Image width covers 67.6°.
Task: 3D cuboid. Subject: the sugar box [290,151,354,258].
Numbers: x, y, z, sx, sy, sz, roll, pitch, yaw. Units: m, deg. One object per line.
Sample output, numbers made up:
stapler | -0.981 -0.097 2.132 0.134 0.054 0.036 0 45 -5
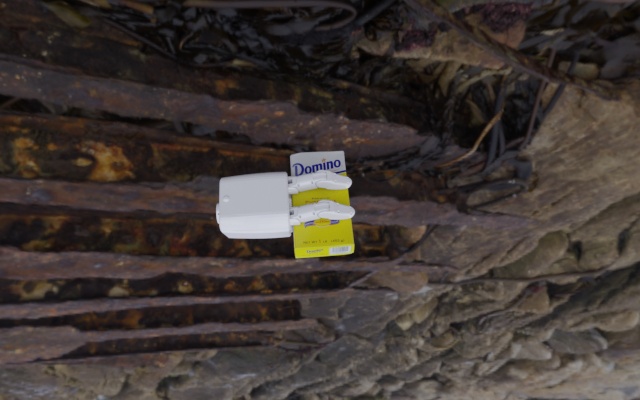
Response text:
sugar box | 0.000 0.002 0.773 0.093 0.176 0.048 -4 -27 -3
